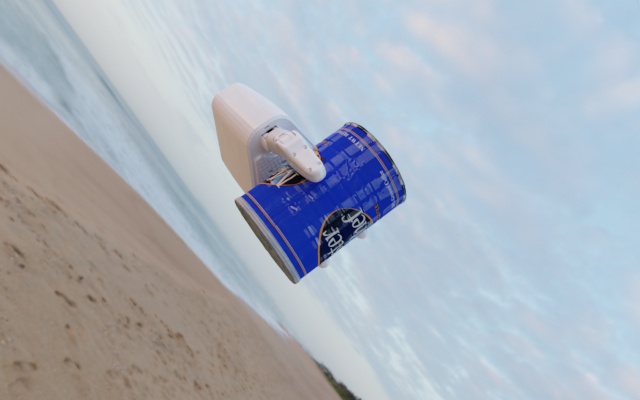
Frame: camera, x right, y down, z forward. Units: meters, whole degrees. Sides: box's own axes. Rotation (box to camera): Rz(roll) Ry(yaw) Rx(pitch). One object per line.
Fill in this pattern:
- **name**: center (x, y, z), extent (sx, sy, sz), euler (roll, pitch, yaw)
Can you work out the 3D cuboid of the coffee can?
- **coffee can**: center (0.000, 0.002, 0.482), extent (0.140, 0.103, 0.103), euler (-36, 8, -12)
